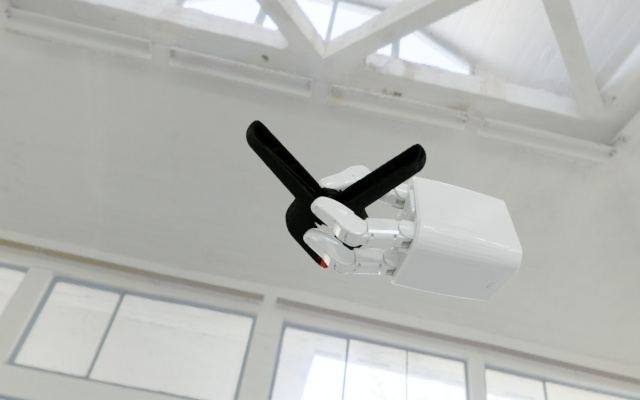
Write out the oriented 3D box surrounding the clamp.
[{"bbox_3d":[0.000,0.001,0.500,0.164,0.036,0.210,14,-39,-1],"label":"clamp"}]
